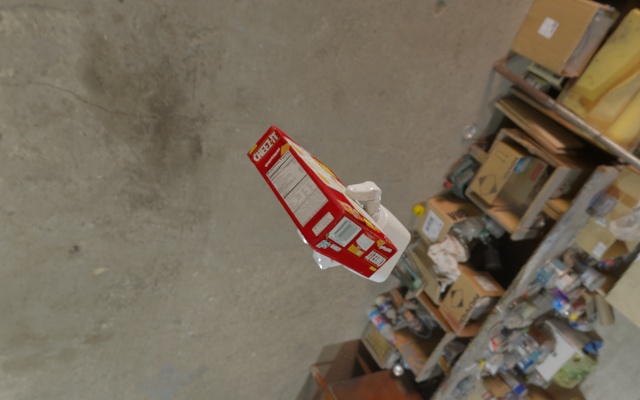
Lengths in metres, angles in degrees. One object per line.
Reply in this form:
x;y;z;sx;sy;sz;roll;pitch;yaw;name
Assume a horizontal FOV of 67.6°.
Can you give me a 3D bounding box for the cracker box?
0.000;0.002;0.711;0.164;0.072;0.213;34;13;-49;cracker box
